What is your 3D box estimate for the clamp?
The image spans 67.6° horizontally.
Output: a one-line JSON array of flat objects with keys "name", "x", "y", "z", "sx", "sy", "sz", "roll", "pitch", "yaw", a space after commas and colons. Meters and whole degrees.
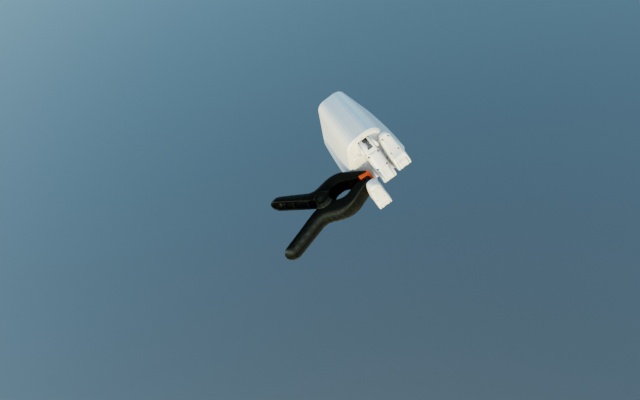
[{"name": "clamp", "x": 0.000, "y": 0.002, "z": 0.720, "sx": 0.171, "sy": 0.120, "sz": 0.039, "roll": -35, "pitch": -38, "yaw": 1}]
